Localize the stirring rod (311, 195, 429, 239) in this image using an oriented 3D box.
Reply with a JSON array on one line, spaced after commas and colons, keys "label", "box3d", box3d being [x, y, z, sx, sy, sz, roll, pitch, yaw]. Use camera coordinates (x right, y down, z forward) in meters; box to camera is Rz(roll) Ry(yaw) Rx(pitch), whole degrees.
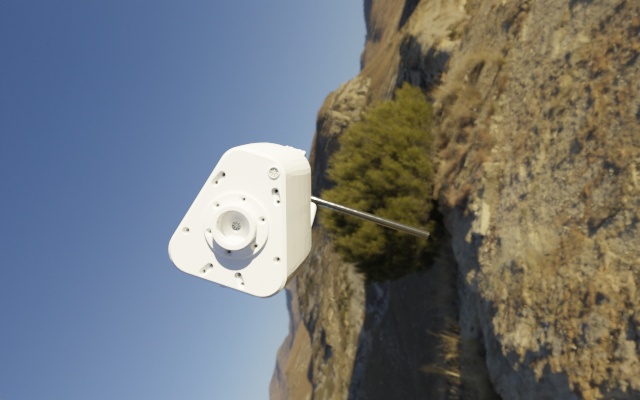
[{"label": "stirring rod", "box3d": [0.000, 0.002, 0.517, 0.239, 0.011, 0.011, 17, 1, 4]}]
